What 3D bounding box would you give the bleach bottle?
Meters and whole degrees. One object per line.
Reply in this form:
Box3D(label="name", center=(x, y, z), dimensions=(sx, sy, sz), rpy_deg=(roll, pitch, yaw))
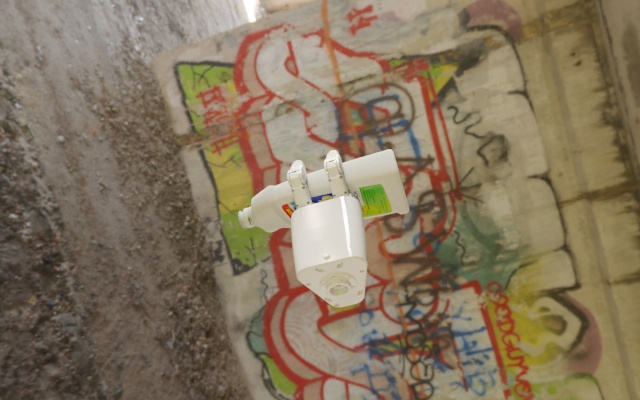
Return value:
Box3D(label="bleach bottle", center=(0.000, 0.002, 0.725), dimensions=(0.251, 0.068, 0.103), rpy_deg=(-16, -45, 10))
